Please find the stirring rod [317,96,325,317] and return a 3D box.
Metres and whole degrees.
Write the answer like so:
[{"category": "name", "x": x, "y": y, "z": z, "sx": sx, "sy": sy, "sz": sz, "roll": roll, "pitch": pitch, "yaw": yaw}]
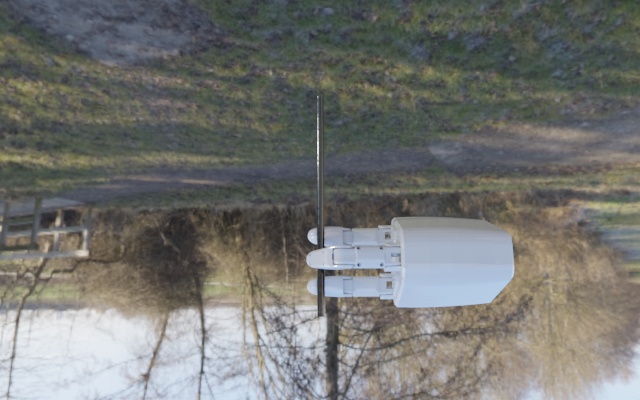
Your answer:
[{"category": "stirring rod", "x": 0.000, "y": 0.002, "z": 0.514, "sx": 0.011, "sy": 0.239, "sz": 0.011, "roll": 0, "pitch": -11, "yaw": 0}]
